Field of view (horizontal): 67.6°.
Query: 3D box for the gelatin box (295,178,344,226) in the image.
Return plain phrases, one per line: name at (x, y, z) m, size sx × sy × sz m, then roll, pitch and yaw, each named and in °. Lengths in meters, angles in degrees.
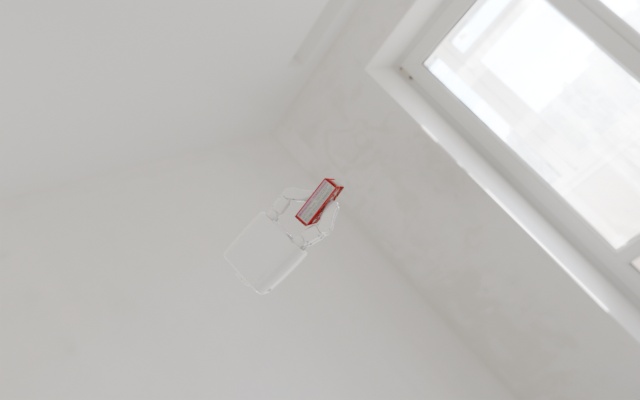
gelatin box at (0.000, 0.002, 0.849) m, size 0.030 × 0.089 × 0.073 m, roll 39°, pitch 9°, yaw 10°
